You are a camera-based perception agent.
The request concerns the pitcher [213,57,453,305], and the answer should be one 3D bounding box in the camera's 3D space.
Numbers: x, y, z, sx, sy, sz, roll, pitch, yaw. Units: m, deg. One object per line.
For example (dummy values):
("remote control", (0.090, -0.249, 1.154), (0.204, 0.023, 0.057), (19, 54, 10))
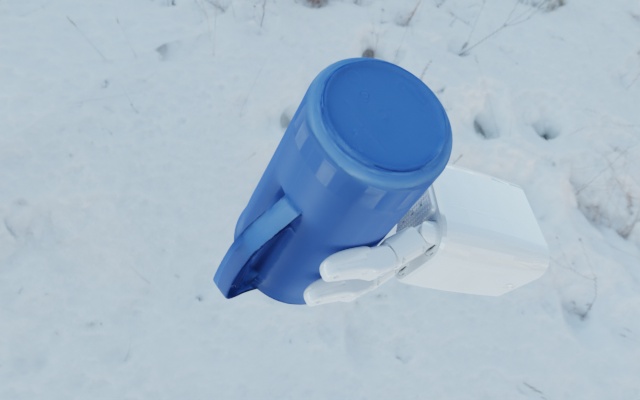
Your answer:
("pitcher", (0.000, 0.001, 0.411), (0.145, 0.149, 0.243), (13, -30, -12))
